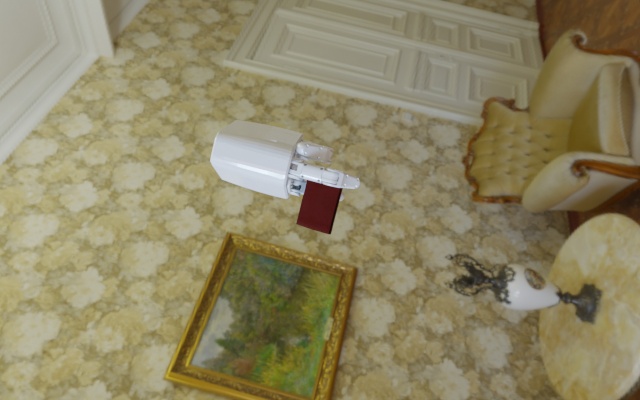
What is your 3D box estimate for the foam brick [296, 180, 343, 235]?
[{"bbox_3d":[0.000,0.003,0.688,0.051,0.078,0.053,14,5,1],"label":"foam brick"}]
